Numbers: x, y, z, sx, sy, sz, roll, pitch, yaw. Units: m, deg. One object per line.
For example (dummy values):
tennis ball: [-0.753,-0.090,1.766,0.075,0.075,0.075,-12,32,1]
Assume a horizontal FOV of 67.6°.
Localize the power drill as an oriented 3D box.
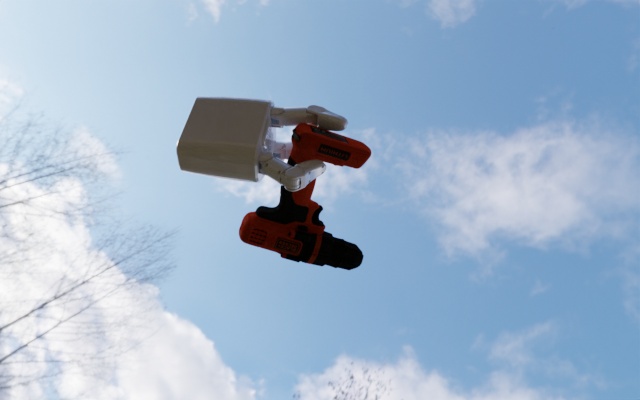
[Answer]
power drill: [0.000,0.002,0.654,0.184,0.188,0.057,17,18,-16]
